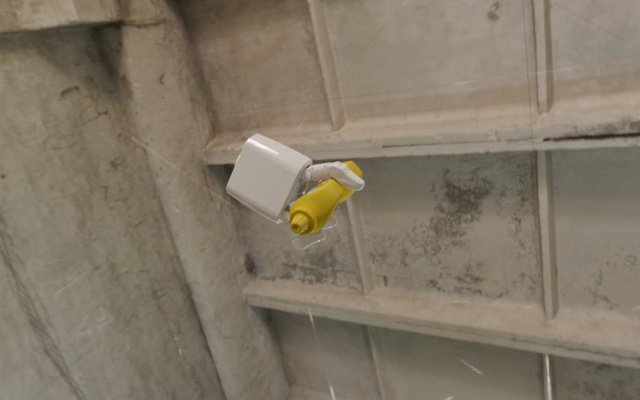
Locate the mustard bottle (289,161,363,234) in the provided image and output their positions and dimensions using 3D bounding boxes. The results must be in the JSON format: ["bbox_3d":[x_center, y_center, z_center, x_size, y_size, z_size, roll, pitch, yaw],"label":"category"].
[{"bbox_3d":[0.000,0.003,0.764,0.096,0.058,0.191,-39,3,32],"label":"mustard bottle"}]
